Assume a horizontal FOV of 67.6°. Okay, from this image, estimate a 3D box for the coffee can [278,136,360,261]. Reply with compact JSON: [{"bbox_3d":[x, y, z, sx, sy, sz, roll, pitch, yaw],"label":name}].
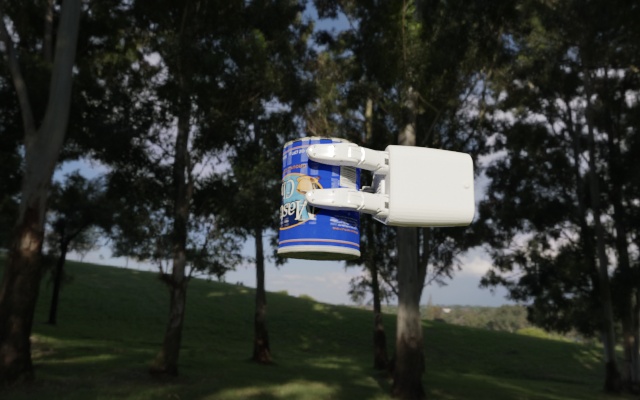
[{"bbox_3d":[0.000,0.002,0.610,0.103,0.140,0.103,2,-13,0],"label":"coffee can"}]
